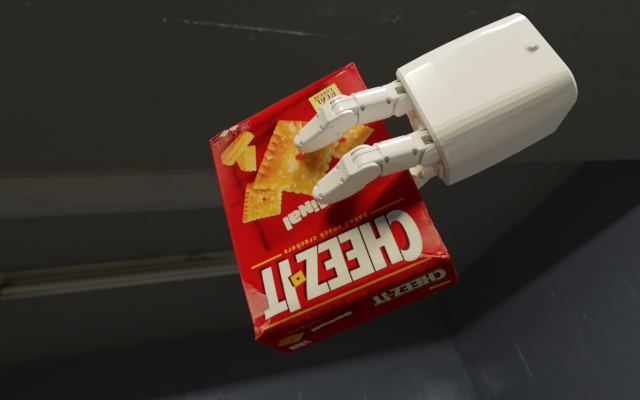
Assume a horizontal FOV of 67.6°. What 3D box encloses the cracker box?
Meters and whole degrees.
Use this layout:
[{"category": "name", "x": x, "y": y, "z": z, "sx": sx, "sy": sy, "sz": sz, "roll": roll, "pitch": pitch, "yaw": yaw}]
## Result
[{"category": "cracker box", "x": 0.000, "y": 0.001, "z": 0.429, "sx": 0.164, "sy": 0.213, "sz": 0.072, "roll": -25, "pitch": -31, "yaw": 9}]
